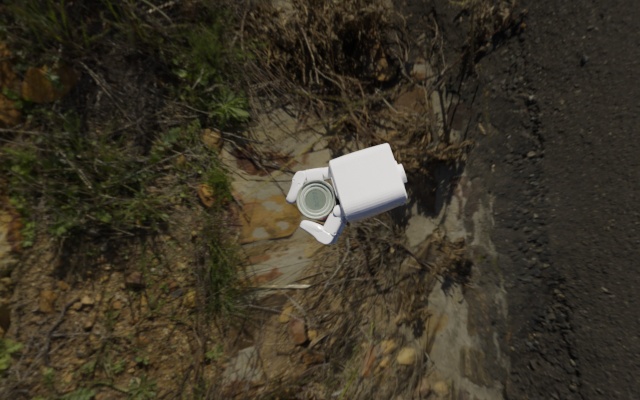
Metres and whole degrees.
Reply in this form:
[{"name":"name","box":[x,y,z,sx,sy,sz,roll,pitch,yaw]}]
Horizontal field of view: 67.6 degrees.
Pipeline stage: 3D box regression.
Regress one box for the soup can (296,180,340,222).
[{"name":"soup can","box":[0.000,0.003,0.833,0.068,0.068,0.102,0,-4,9]}]
